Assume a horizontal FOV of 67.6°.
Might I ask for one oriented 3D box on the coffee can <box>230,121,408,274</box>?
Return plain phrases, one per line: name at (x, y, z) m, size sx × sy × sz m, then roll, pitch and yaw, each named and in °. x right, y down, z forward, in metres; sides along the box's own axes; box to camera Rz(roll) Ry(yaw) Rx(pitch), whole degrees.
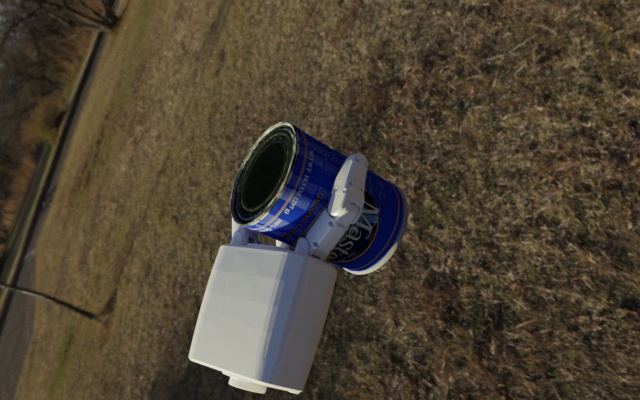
coffee can at (0.000, 0.001, 0.462) m, size 0.140 × 0.102 × 0.103 m, roll 27°, pitch -15°, yaw -32°
